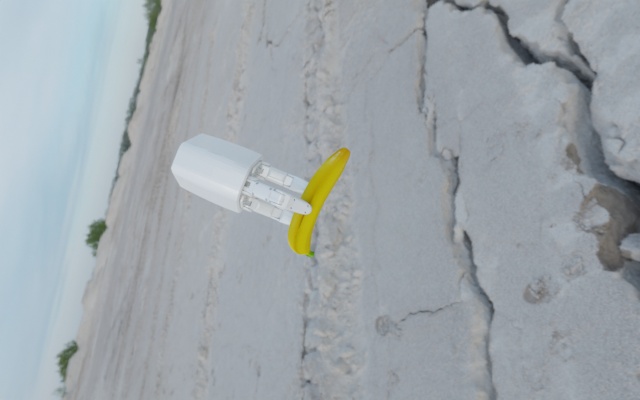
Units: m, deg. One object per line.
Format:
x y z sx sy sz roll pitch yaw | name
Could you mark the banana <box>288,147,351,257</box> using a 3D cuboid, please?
-0.010 0.010 0.725 0.037 0.198 0.069 31 27 20 | banana
